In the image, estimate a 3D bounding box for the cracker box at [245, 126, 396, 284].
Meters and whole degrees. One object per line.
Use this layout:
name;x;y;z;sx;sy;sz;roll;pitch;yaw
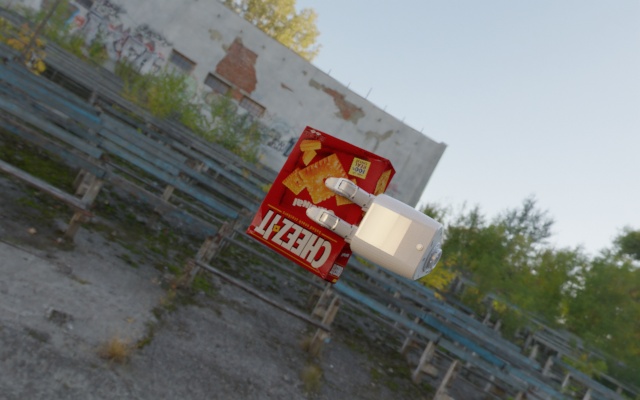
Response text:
cracker box;0.000;0.002;0.788;0.164;0.213;0.072;27;-5;23
